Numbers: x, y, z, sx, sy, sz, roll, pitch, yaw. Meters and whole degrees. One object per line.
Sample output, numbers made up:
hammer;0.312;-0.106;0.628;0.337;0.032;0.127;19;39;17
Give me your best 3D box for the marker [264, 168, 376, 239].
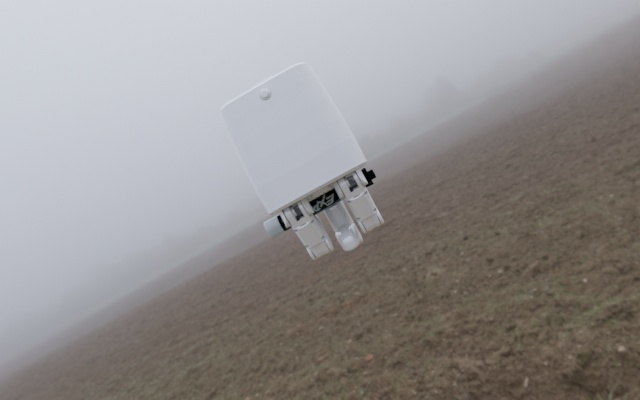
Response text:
marker;0.000;0.002;0.476;0.121;0.020;0.020;-28;-2;3
